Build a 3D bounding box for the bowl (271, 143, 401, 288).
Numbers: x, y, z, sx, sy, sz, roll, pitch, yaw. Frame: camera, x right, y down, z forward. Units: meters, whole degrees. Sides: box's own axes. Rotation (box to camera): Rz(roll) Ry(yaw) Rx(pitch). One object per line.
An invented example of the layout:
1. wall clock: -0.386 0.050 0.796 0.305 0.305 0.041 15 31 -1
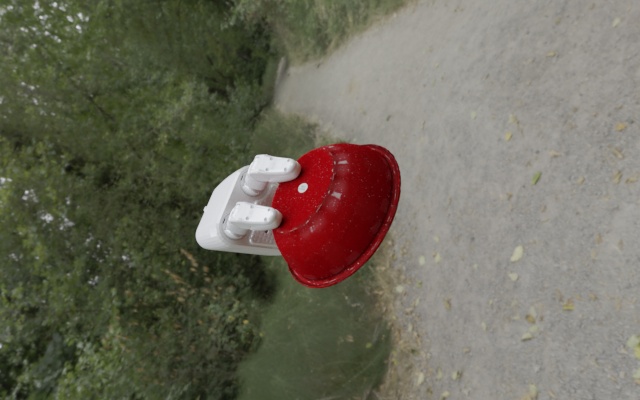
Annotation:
1. bowl: 0.001 0.001 0.472 0.055 0.162 0.162 32 -19 -33
